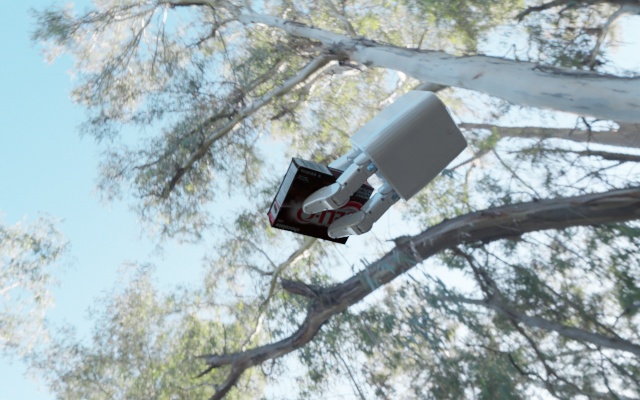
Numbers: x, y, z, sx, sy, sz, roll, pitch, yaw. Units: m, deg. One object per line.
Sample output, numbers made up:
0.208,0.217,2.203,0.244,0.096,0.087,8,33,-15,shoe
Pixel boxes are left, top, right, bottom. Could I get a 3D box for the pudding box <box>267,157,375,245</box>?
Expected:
0.000,0.002,0.612,0.113,0.090,0.039,16,22,-24,pudding box
